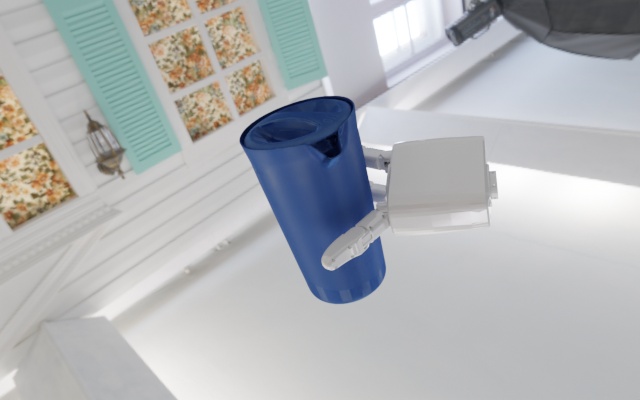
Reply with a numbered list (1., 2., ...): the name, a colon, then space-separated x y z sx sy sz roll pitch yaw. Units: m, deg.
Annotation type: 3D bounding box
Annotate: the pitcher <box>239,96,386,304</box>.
1. pitcher: 0.000 0.002 0.592 0.145 0.243 0.149 -5 32 21
